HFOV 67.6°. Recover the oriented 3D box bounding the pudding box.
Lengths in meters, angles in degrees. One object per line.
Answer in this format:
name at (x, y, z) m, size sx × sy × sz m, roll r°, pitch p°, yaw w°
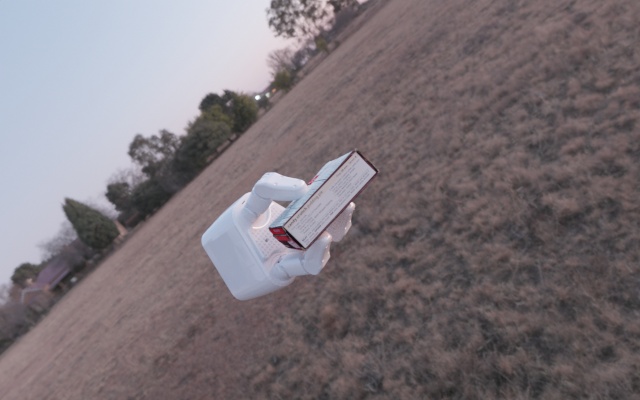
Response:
pudding box at (0.000, 0.002, 0.503) m, size 0.039 × 0.113 × 0.090 m, roll 44°, pitch -13°, yaw -9°
